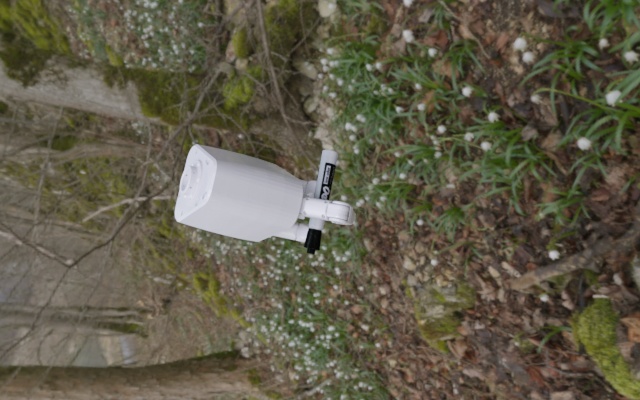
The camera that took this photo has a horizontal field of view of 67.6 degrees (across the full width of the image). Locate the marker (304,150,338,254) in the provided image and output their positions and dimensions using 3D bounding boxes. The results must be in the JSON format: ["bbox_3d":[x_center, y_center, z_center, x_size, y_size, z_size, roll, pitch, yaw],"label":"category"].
[{"bbox_3d":[0.000,0.002,0.551,0.020,0.121,0.020,11,-7,1],"label":"marker"}]
